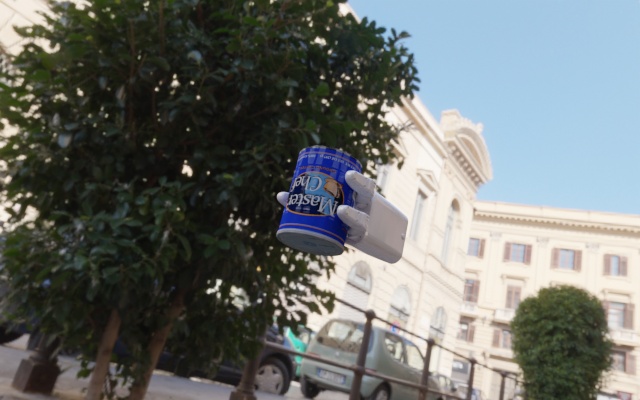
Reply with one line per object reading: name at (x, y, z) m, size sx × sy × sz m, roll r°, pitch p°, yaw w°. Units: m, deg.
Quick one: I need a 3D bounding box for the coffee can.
coffee can at (0.000, 0.002, 0.728) m, size 0.103 × 0.140 × 0.103 m, roll 13°, pitch -20°, yaw 5°
